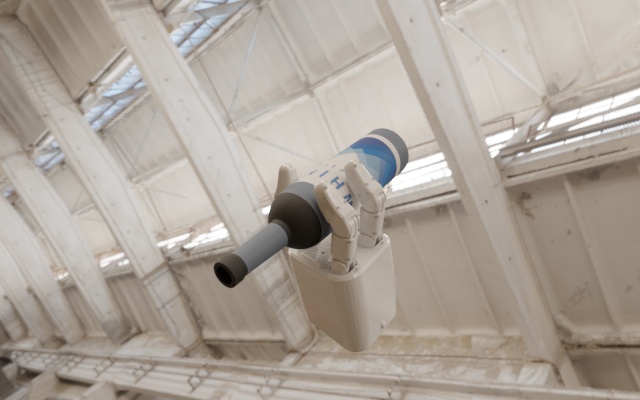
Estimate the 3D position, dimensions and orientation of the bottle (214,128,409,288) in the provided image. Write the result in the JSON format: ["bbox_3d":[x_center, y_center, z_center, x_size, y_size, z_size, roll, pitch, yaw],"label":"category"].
[{"bbox_3d":[0.000,0.002,0.523,0.069,0.069,0.295,0,26,40],"label":"bottle"}]
